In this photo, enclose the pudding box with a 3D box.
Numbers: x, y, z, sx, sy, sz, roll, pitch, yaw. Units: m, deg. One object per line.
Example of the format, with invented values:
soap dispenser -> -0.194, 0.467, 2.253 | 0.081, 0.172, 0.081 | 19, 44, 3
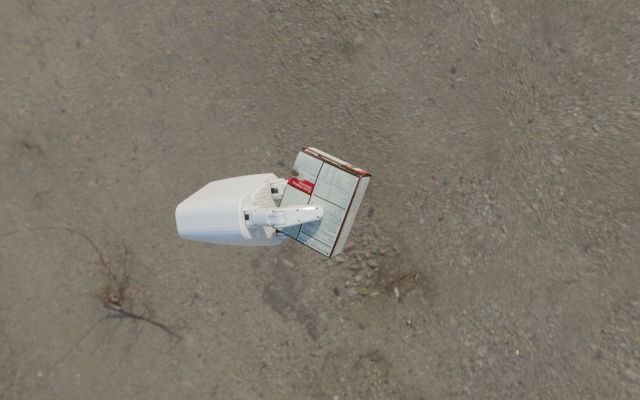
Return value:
pudding box -> 0.000, 0.002, 0.586 | 0.090, 0.113, 0.039 | 26, 19, 20
